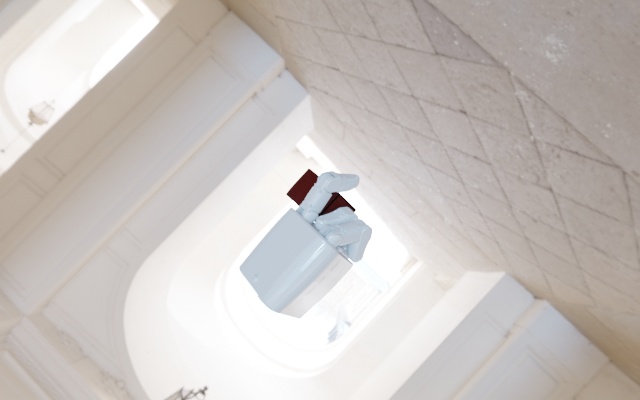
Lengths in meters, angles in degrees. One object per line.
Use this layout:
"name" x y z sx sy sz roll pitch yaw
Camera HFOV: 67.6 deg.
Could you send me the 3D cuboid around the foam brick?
"foam brick" 0.000 0.002 0.661 0.078 0.051 0.053 42 0 43
